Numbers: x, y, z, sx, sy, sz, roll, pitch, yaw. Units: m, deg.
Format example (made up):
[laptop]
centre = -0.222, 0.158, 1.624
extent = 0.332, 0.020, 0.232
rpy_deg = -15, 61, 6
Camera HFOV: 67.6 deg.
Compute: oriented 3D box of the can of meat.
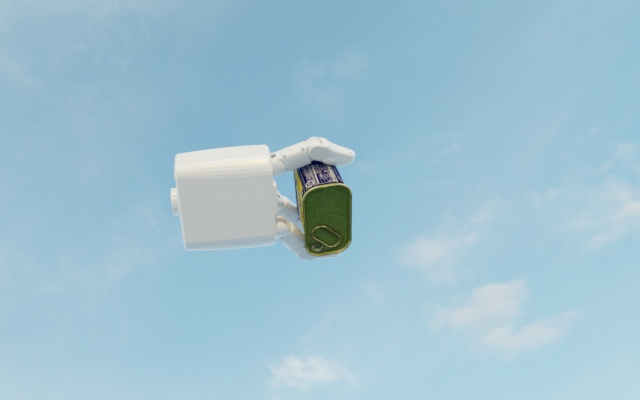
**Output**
[can of meat]
centre = 0.000, 0.002, 0.582
extent = 0.057, 0.102, 0.084
rpy_deg = -9, 36, -9
